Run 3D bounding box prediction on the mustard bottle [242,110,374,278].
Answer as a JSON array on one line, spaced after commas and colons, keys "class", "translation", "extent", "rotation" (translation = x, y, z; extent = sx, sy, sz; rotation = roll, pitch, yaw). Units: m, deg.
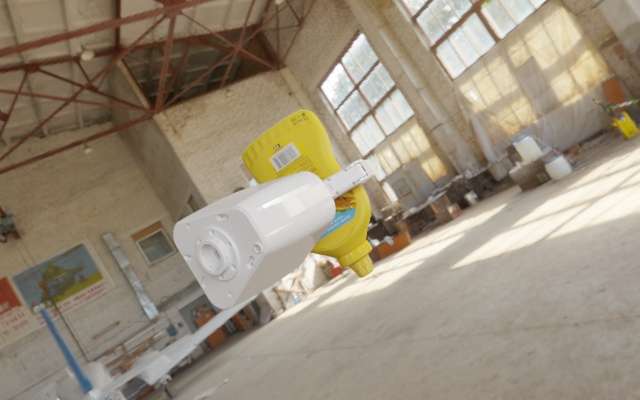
[{"class": "mustard bottle", "translation": [0.000, 0.001, 0.534], "extent": [0.096, 0.191, 0.058], "rotation": [-34, -3, 13]}]
